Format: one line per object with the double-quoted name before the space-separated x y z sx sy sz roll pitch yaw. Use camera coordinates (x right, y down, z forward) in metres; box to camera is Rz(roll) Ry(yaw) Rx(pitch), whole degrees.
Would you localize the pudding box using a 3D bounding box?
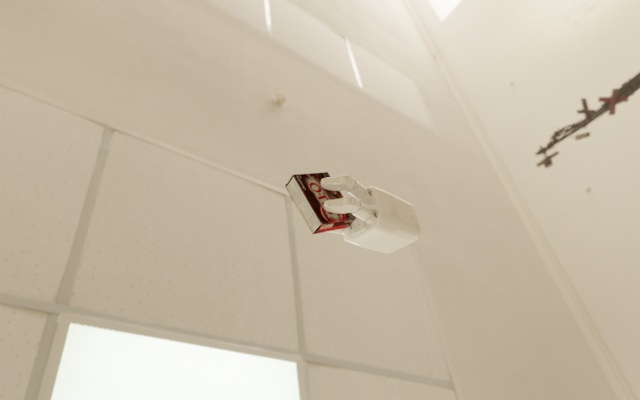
"pudding box" 0.000 0.003 0.868 0.090 0.113 0.039 -7 -34 -45
